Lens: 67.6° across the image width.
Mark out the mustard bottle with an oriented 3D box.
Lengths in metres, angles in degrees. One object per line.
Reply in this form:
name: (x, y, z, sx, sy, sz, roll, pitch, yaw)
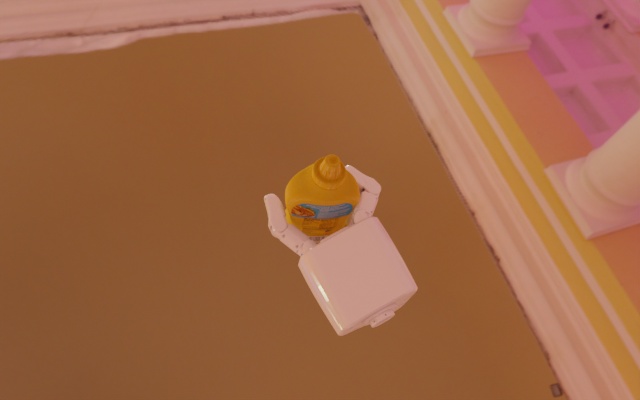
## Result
mustard bottle: (0.000, 0.002, 0.630, 0.096, 0.058, 0.192, 1, -30, -9)
